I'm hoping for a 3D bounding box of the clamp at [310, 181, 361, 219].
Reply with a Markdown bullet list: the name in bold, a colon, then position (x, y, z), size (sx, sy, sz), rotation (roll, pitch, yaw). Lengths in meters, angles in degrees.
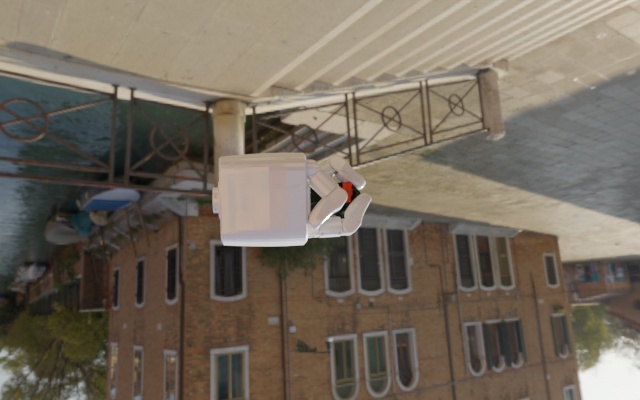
- **clamp**: position (0.000, 0.003, 0.694), size (0.120, 0.039, 0.171), rotation (-2, -13, -9)
